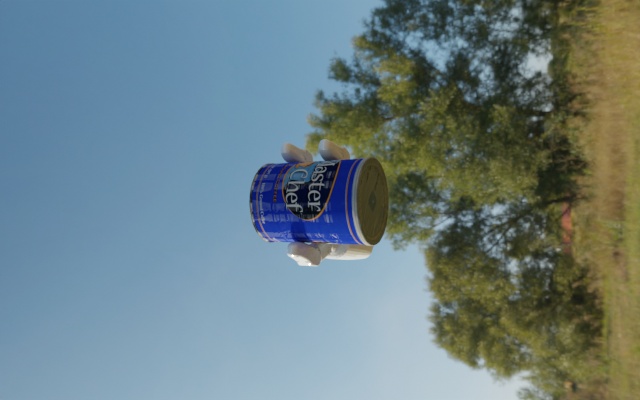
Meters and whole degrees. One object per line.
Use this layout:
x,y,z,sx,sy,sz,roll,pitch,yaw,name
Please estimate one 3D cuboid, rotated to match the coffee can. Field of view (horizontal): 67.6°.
0.000,0.002,0.582,0.140,0.103,0.103,-1,0,27,coffee can
